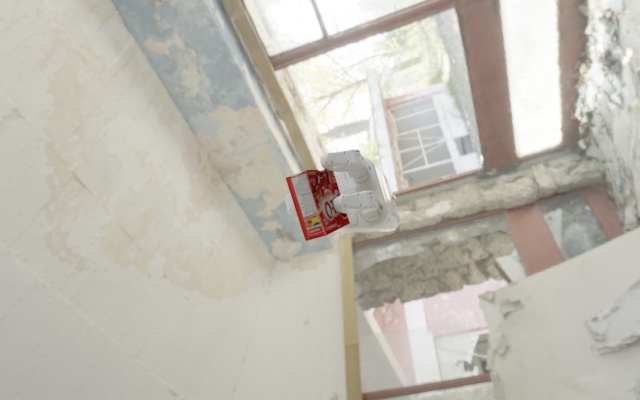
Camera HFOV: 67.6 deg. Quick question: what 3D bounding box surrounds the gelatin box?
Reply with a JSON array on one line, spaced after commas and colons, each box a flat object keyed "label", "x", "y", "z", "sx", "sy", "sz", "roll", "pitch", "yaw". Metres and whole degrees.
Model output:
[{"label": "gelatin box", "x": 0.000, "y": 0.002, "z": 0.547, "sx": 0.030, "sy": 0.073, "sz": 0.089, "roll": -18, "pitch": -1, "yaw": 21}]
